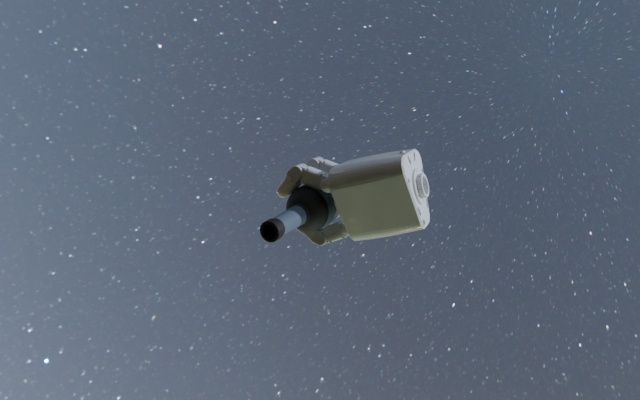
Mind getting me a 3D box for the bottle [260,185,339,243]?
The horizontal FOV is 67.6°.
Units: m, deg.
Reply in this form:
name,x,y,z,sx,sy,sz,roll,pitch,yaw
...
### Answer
name,x,y,z,sx,sy,sz,roll,pitch,yaw
bottle,0.000,0.002,0.703,0.069,0.069,0.295,0,14,26
